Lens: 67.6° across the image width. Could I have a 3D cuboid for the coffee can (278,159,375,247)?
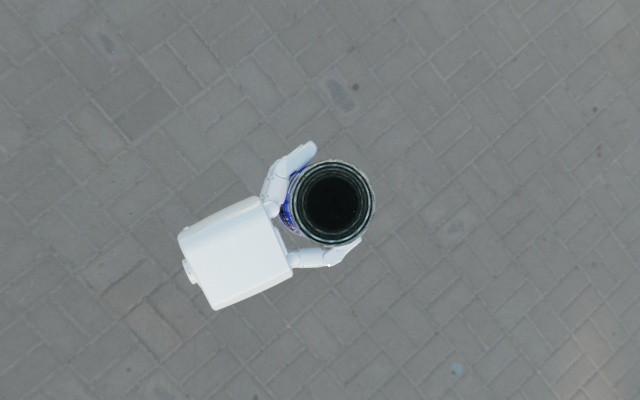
[{"bbox_3d":[0.000,0.002,0.617,0.103,0.103,0.140,0,1,-12],"label":"coffee can"}]
